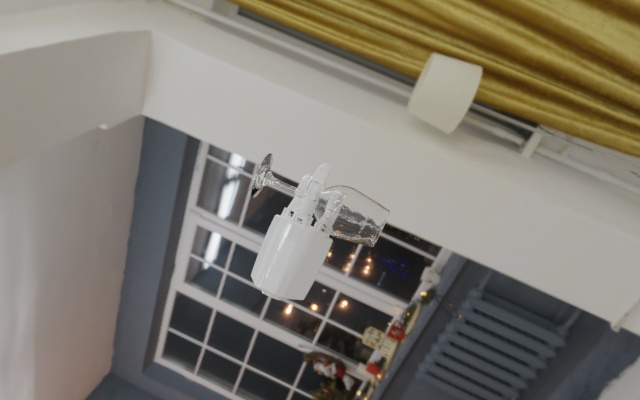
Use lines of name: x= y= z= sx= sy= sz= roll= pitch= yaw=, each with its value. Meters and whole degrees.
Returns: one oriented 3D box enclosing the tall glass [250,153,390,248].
tall glass: x=0.000 y=0.002 z=0.719 sx=0.201 sy=0.079 sz=0.079 roll=24 pitch=2 yaw=6
